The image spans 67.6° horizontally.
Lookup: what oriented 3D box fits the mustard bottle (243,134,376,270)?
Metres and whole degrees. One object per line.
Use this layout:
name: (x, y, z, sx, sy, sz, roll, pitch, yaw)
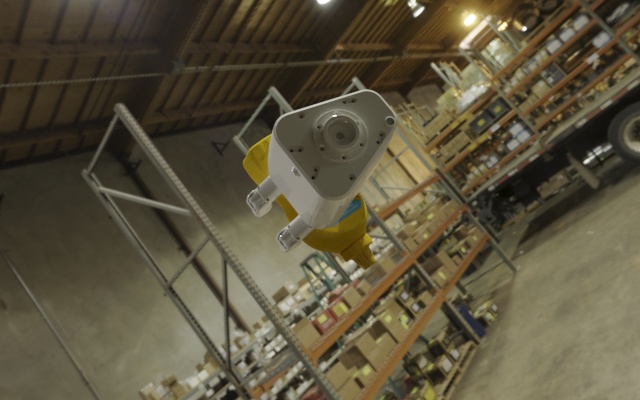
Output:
mustard bottle: (0.000, 0.002, 0.570, 0.096, 0.191, 0.058, -33, -10, -38)
